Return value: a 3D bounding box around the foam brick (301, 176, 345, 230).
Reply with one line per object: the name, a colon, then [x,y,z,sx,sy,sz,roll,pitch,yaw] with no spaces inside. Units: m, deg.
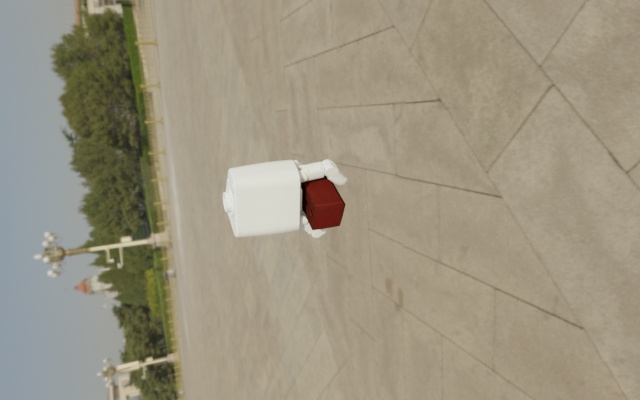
foam brick: [0.000,0.003,0.789,0.051,0.053,0.078,-8,43,-20]
